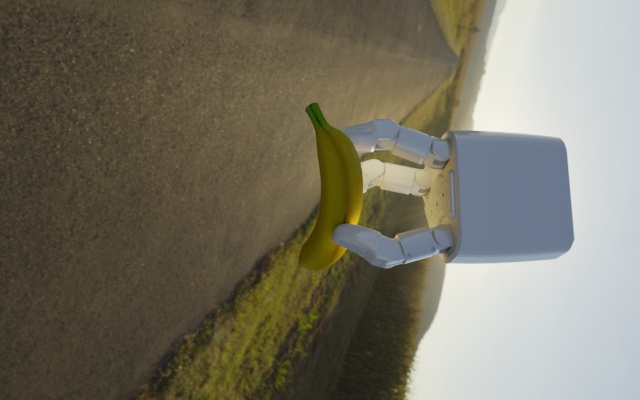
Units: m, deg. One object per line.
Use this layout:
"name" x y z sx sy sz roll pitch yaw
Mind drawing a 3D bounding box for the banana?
"banana" 0.008 0.010 0.446 0.037 0.198 0.069 -13 43 -22
